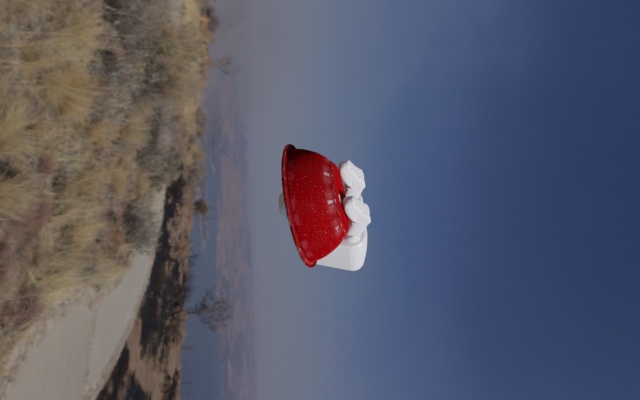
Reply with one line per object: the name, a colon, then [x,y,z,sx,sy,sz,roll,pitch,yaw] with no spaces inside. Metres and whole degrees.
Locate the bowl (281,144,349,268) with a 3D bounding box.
bowl: [0.000,0.002,0.609,0.055,0.162,0.162,-11,-2,11]
